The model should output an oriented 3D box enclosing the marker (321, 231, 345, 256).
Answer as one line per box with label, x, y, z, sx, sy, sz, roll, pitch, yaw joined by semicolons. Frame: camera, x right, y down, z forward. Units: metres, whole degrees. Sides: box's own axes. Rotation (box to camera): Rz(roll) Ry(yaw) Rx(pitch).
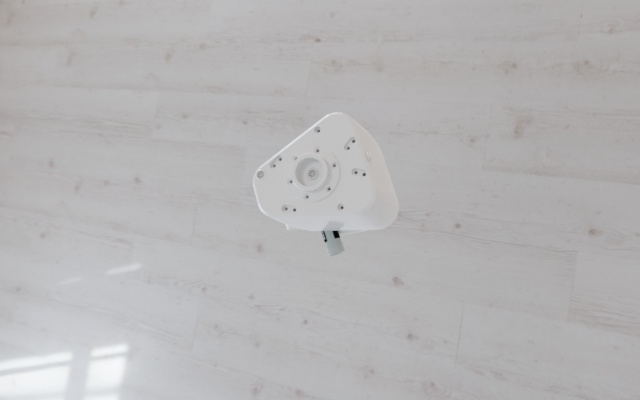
marker;0.000;0.002;0.530;0.020;0.121;0.020;-16;-13;-4
